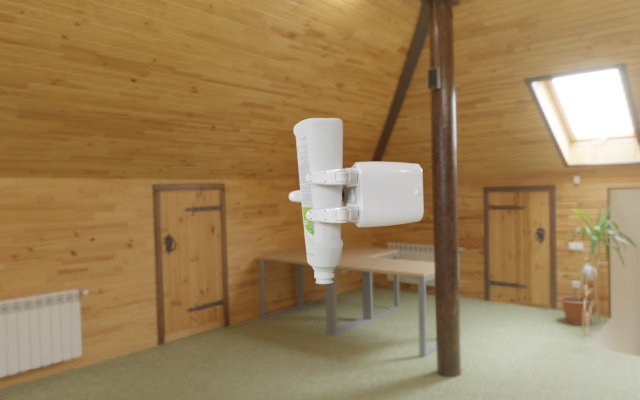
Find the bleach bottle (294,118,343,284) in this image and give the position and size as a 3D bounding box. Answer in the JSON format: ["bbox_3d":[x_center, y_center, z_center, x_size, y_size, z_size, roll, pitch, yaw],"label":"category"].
[{"bbox_3d":[0.000,0.002,0.751,0.068,0.251,0.102,-2,2,-15],"label":"bleach bottle"}]
